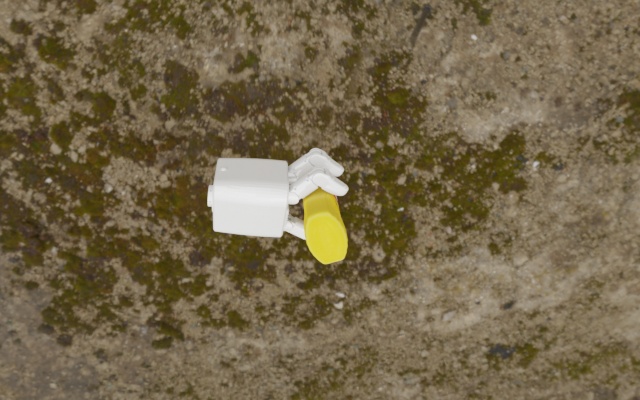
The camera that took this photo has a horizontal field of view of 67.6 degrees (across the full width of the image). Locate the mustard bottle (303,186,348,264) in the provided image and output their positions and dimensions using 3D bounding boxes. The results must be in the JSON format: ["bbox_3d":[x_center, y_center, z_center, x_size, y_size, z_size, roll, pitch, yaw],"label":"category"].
[{"bbox_3d":[0.000,0.003,0.742,0.058,0.096,0.191,-17,35,5],"label":"mustard bottle"}]
